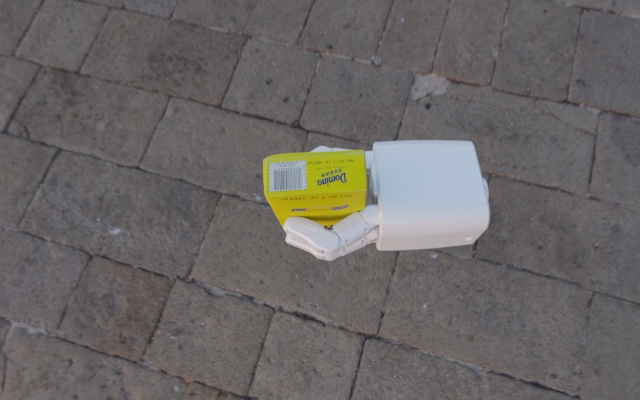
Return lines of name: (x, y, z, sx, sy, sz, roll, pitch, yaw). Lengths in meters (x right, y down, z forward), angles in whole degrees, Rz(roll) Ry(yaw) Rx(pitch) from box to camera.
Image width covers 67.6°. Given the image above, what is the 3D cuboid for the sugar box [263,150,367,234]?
sugar box: (0.000, 0.002, 0.503, 0.093, 0.048, 0.176, -3, -19, 3)
